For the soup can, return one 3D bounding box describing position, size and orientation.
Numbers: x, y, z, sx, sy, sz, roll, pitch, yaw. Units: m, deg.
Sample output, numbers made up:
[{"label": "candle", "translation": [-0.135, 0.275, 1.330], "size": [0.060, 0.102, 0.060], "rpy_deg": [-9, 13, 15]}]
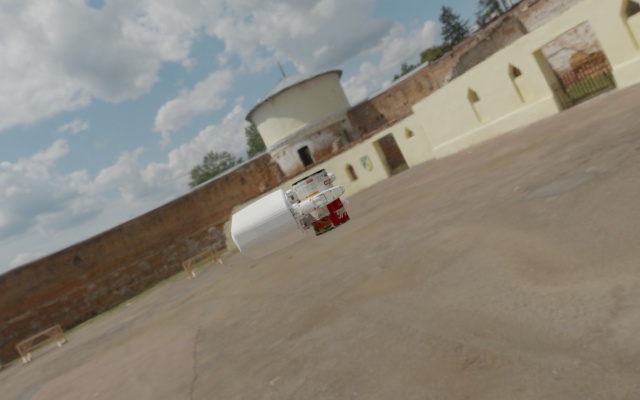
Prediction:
[{"label": "soup can", "translation": [0.000, 0.002, 0.848], "size": [0.068, 0.102, 0.068], "rpy_deg": [-26, 1, 1]}]
